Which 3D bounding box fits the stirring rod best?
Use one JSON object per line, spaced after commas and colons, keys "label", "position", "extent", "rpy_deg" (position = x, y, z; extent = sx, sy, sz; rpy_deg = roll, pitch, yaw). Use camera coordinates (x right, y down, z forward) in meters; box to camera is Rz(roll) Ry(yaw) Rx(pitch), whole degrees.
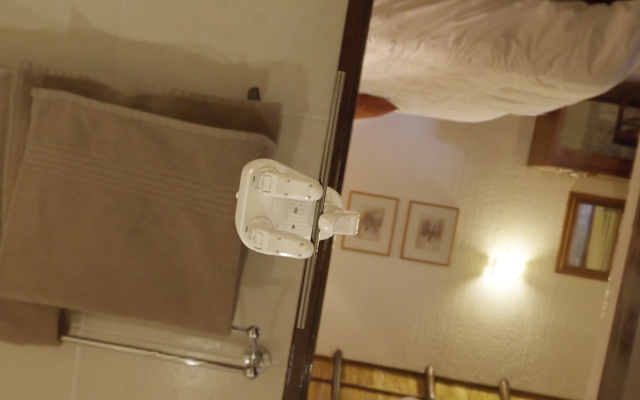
{"label": "stirring rod", "position": [0.000, 0.001, 0.444], "extent": [0.011, 0.239, 0.011], "rpy_deg": [9, 4, -1]}
